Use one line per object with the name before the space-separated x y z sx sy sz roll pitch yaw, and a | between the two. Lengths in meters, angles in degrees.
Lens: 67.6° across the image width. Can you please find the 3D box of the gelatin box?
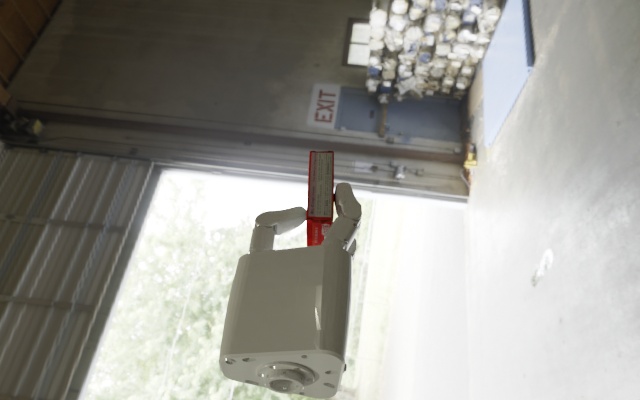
gelatin box | 0.000 0.001 0.526 0.030 0.089 0.073 2 -31 -1
